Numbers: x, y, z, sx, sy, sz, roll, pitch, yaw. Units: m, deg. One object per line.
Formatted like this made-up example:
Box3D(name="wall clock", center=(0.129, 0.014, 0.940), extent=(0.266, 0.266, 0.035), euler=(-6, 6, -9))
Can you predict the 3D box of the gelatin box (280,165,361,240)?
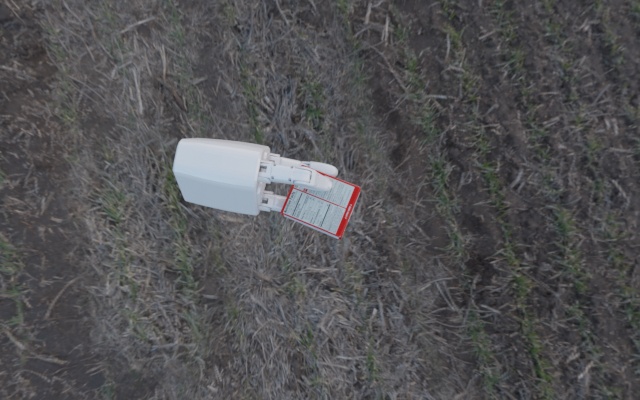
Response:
Box3D(name="gelatin box", center=(0.000, 0.002, 0.643), extent=(0.089, 0.073, 0.030), euler=(22, -9, 6))
